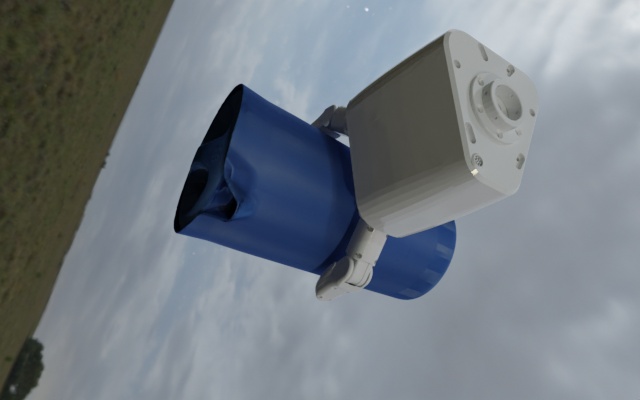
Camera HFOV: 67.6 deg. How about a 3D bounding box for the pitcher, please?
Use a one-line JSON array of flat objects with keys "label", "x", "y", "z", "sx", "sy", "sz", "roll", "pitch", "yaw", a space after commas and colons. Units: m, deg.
[{"label": "pitcher", "x": 0.000, "y": 0.001, "z": 0.447, "sx": 0.243, "sy": 0.149, "sz": 0.145, "roll": 24, "pitch": -28, "yaw": -24}]
